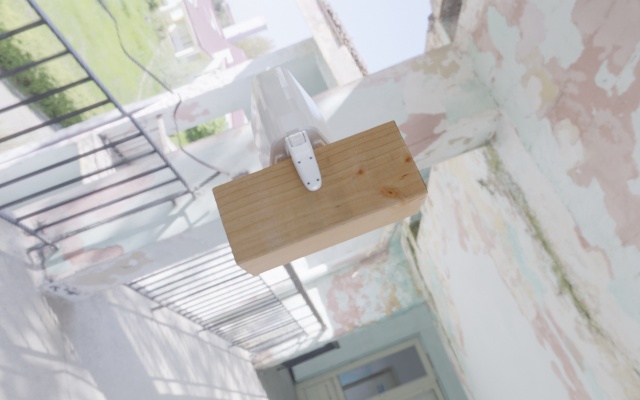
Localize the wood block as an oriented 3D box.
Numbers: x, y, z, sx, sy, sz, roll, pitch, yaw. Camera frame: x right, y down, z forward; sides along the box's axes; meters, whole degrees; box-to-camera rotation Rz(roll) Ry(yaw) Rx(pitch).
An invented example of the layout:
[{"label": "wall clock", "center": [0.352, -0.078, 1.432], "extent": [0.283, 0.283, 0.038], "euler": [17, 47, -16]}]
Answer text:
[{"label": "wood block", "center": [0.000, 0.001, 0.528], "extent": [0.206, 0.090, 0.091], "euler": [-21, -17, -2]}]
